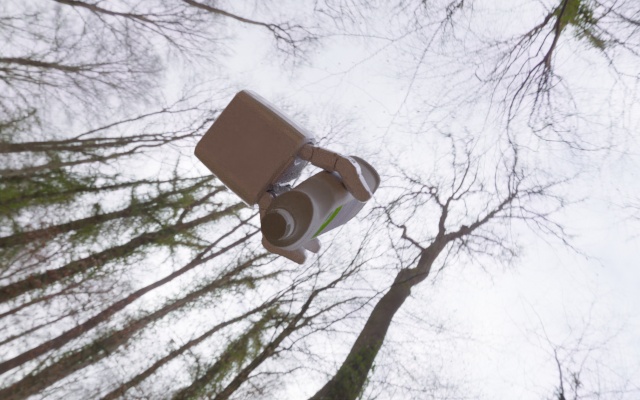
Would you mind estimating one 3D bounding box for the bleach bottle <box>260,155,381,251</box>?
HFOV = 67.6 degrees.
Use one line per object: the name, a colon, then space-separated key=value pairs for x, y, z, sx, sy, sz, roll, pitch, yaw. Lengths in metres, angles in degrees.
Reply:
bleach bottle: x=0.000 y=0.002 z=0.583 sx=0.068 sy=0.102 sz=0.251 roll=40 pitch=18 yaw=10
